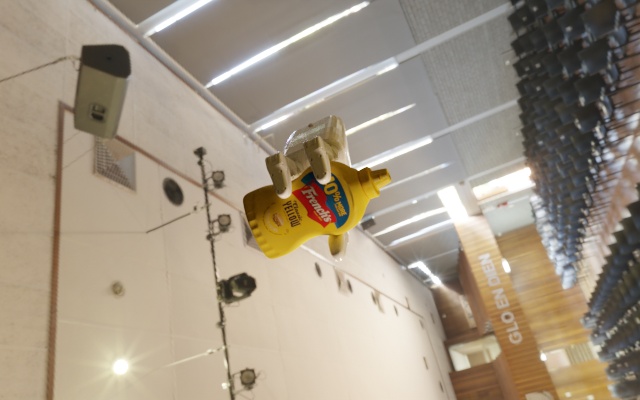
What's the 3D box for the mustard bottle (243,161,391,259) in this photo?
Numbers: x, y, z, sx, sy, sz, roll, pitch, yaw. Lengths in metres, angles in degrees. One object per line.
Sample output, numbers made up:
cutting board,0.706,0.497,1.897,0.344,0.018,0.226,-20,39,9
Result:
mustard bottle,0.000,0.002,0.620,0.191,0.096,0.058,-22,1,17
